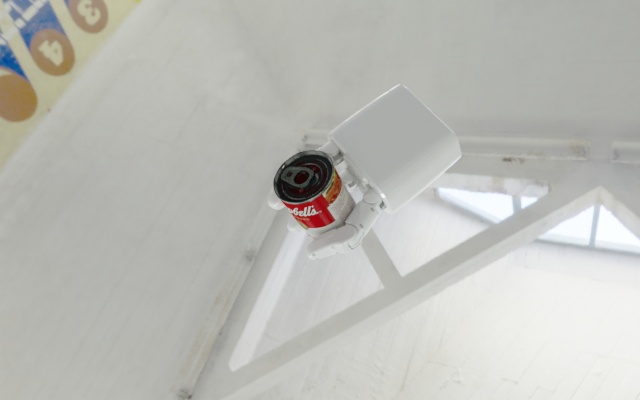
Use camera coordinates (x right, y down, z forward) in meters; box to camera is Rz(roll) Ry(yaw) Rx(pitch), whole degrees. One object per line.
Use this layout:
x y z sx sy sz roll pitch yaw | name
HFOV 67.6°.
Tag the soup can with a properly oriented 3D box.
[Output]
0.000 0.002 0.528 0.068 0.068 0.102 0 -33 26 | soup can
